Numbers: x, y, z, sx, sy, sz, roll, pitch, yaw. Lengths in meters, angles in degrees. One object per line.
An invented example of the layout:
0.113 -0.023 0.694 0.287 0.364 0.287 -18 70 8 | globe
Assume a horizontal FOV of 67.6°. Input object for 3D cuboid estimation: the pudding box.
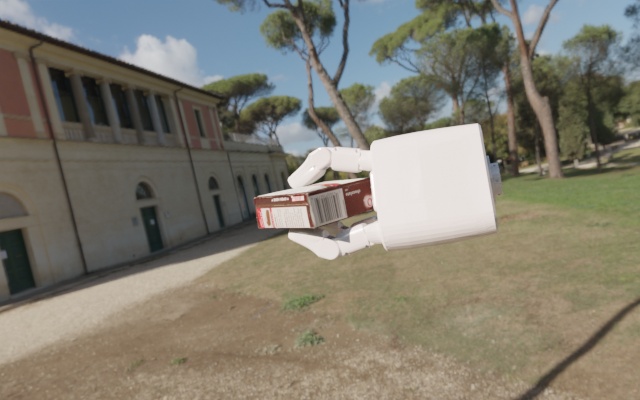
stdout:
0.000 0.002 0.512 0.113 0.039 0.090 -12 5 -43 | pudding box
